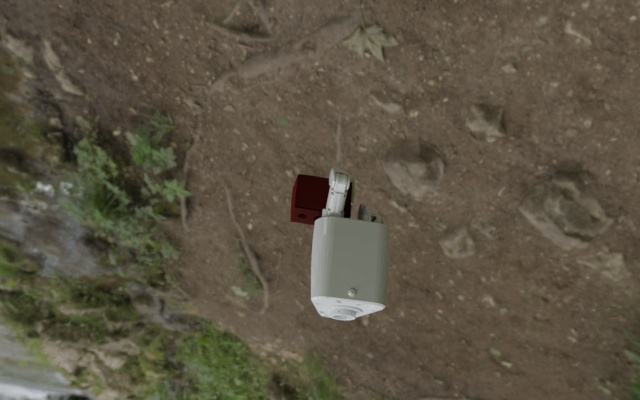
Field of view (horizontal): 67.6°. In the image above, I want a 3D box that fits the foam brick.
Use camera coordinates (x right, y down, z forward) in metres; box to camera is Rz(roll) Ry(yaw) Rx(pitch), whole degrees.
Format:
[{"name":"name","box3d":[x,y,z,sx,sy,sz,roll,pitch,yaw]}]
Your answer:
[{"name":"foam brick","box3d":[0.000,0.002,0.654,0.078,0.051,0.053,9,-24,-7]}]
